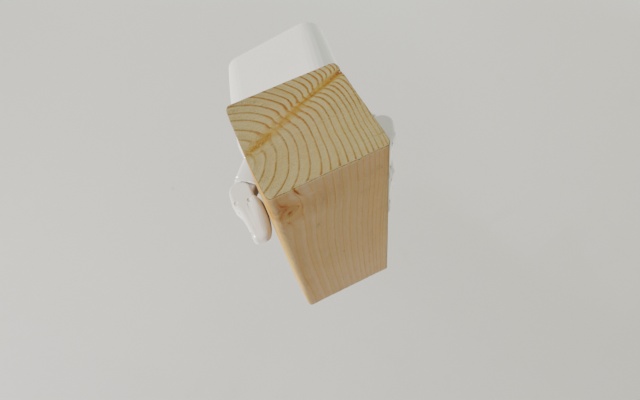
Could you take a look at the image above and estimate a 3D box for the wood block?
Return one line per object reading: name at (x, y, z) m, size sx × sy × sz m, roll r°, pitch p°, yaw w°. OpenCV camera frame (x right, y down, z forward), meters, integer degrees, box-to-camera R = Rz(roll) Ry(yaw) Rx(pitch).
wood block at (0.000, 0.001, 0.411) m, size 0.091 × 0.090 × 0.206 m, roll -24°, pitch -31°, yaw -7°
